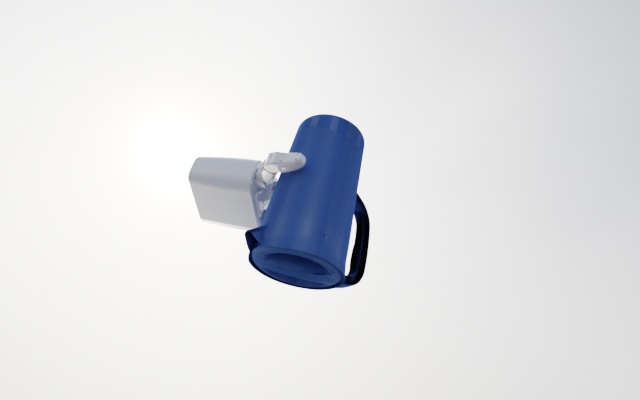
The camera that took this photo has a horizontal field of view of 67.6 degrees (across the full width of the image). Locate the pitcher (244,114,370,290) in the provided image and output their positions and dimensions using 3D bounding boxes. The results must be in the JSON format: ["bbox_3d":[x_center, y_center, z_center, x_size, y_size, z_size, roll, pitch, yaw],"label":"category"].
[{"bbox_3d":[0.000,0.002,0.696,0.145,0.242,0.149,6,-31,16],"label":"pitcher"}]
